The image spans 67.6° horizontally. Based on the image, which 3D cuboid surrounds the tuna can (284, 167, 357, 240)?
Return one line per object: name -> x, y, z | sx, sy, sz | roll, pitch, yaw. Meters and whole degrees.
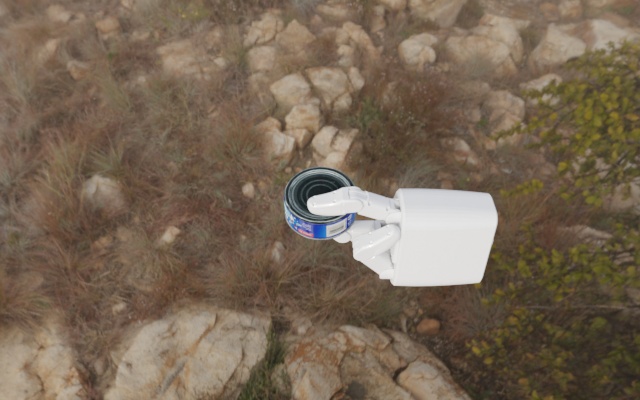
tuna can -> 0.000, 0.001, 0.556 | 0.086, 0.086, 0.034 | 0, -38, 1
